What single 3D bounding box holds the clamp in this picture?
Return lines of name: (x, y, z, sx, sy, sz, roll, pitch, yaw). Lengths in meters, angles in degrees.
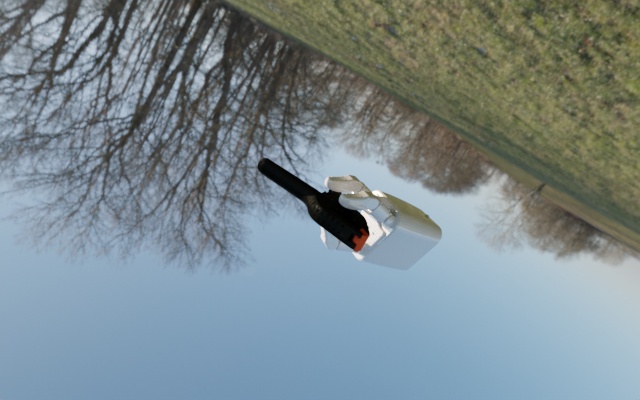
clamp: (0.000, 0.003, 0.711, 0.164, 0.036, 0.210, 16, 22, -32)
